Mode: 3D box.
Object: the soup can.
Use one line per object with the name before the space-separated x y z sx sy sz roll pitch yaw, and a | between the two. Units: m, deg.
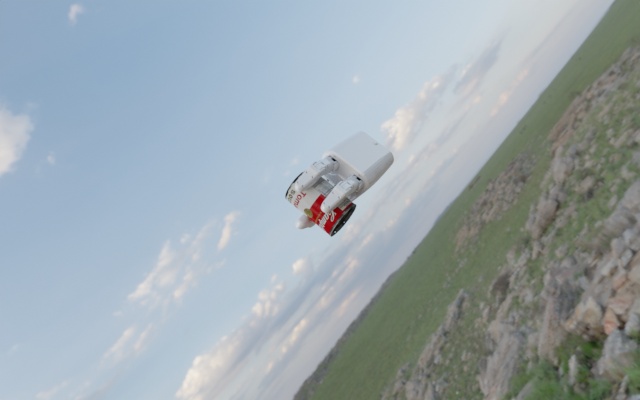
soup can | 0.000 0.003 0.797 0.102 0.068 0.068 39 10 12
